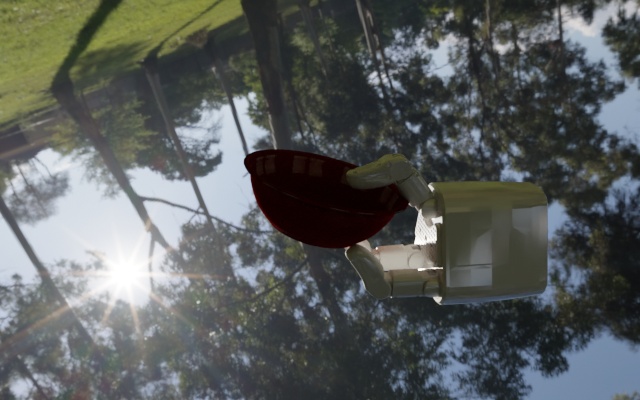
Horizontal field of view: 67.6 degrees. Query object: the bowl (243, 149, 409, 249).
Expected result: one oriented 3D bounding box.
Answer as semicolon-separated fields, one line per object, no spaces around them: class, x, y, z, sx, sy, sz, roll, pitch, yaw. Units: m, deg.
bowl;-0.001;0.002;0.464;0.162;0.055;0.162;14;19;-5
